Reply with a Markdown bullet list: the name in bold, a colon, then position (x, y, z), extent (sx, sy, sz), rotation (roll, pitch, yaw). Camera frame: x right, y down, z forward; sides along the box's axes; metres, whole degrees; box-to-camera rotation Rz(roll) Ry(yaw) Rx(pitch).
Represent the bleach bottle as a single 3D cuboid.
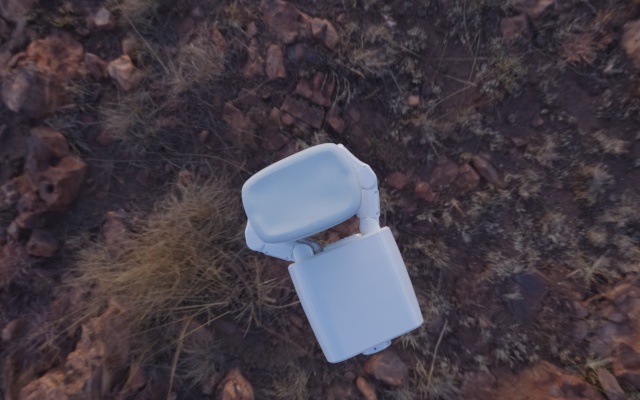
- **bleach bottle**: position (0.000, 0.002, 0.513), extent (0.102, 0.068, 0.251), rotation (-22, -6, 7)
